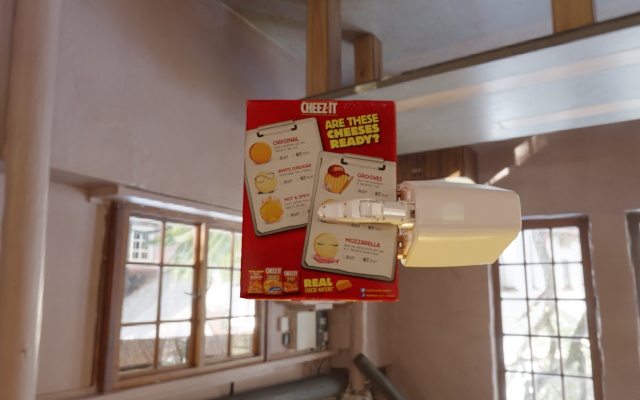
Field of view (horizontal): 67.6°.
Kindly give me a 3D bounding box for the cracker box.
[{"bbox_3d":[0.000,0.002,0.526,0.164,0.213,0.072,0,-10,0],"label":"cracker box"}]
